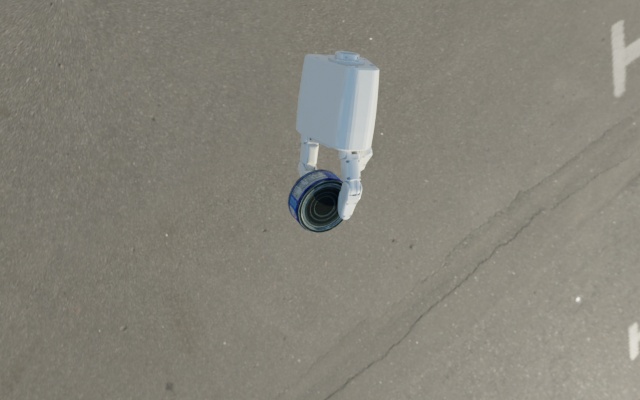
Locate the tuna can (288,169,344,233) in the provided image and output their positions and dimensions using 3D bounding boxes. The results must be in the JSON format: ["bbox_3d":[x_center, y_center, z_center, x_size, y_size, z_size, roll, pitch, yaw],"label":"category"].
[{"bbox_3d":[0.000,0.003,0.668,0.086,0.086,0.033,0,27,-29],"label":"tuna can"}]
